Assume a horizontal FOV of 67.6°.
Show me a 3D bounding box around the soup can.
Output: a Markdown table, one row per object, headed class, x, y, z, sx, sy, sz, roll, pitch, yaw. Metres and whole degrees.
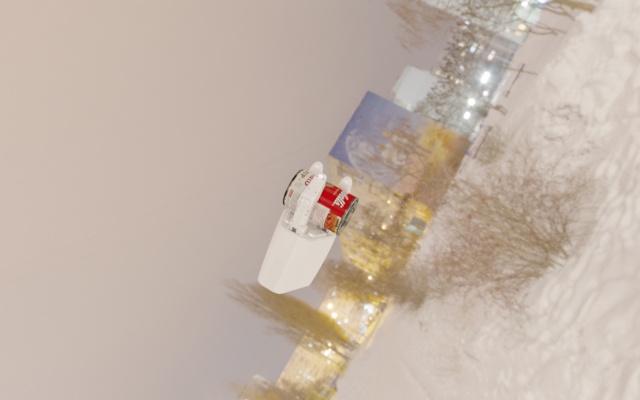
| class | x | y | z | sx | sy | sz | roll | pitch | yaw |
| --- | --- | --- | --- | --- | --- | --- | --- | --- | --- |
| soup can | 0.000 | 0.002 | 0.755 | 0.102 | 0.068 | 0.068 | 28 | 6 | 12 |
